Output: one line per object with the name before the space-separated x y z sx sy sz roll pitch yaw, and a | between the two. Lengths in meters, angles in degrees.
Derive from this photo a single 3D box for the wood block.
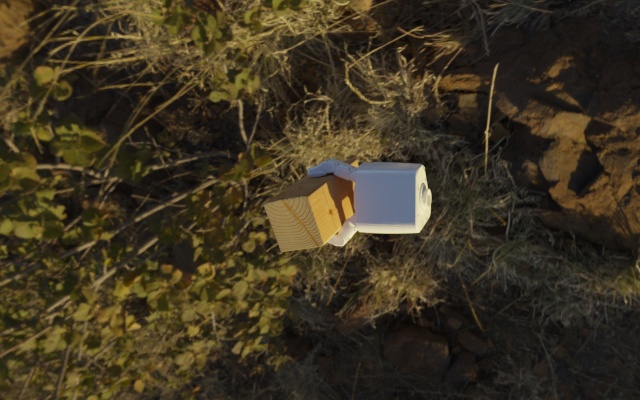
wood block | 0.000 0.003 0.858 0.090 0.091 0.206 -11 15 30
